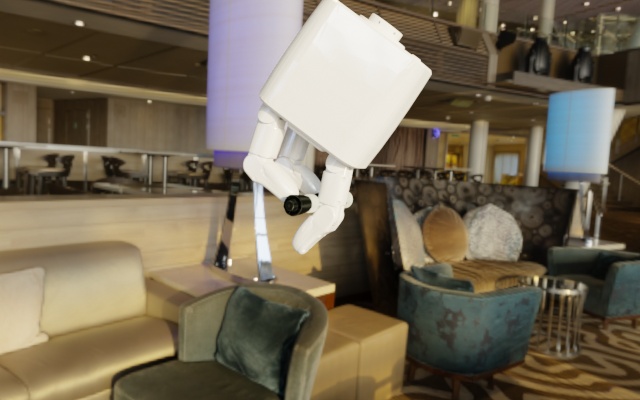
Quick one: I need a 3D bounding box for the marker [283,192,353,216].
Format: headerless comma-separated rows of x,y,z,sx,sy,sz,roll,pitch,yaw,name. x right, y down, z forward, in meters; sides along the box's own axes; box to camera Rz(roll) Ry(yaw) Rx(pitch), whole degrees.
0.000,0.002,0.460,0.020,0.020,0.121,0,3,26,marker
